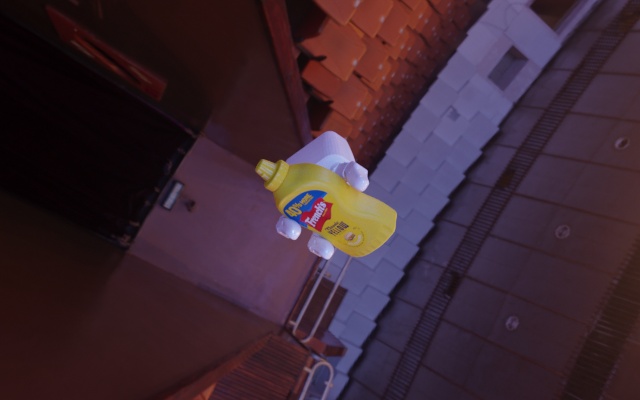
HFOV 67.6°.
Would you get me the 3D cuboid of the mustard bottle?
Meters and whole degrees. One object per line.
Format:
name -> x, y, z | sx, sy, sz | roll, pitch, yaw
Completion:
mustard bottle -> 0.000, 0.002, 0.628 | 0.192, 0.058, 0.096 | 32, -42, -19
